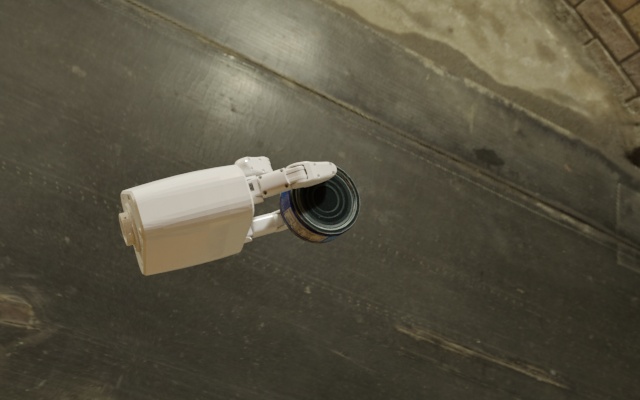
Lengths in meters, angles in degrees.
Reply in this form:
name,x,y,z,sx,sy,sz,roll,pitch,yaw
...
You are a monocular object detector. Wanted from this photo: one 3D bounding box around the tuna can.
name,x,y,z,sx,sy,sz,roll,pitch,yaw
tuna can,0.000,0.002,0.523,0.086,0.086,0.034,0,-19,-27
